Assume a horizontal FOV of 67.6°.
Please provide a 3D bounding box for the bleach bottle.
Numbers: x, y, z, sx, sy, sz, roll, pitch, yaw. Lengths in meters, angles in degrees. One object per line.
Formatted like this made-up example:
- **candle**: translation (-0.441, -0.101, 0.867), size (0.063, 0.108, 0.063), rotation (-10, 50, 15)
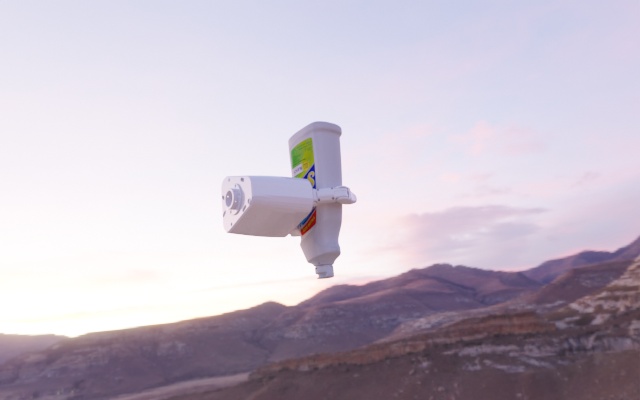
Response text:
- **bleach bottle**: translation (0.000, 0.003, 0.798), size (0.068, 0.250, 0.102), rotation (6, -19, -37)
